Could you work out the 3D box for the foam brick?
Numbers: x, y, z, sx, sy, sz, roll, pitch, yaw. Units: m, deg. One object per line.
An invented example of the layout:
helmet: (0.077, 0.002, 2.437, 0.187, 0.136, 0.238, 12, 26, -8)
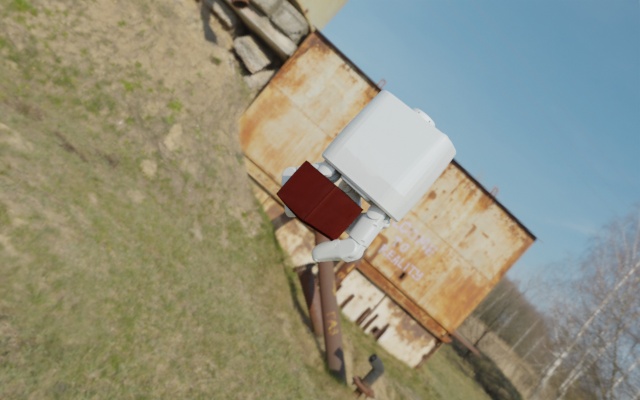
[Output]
foam brick: (0.000, 0.002, 0.526, 0.053, 0.051, 0.078, 45, 5, 34)
